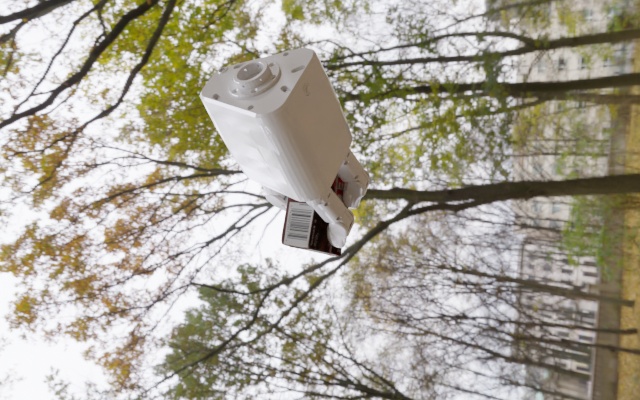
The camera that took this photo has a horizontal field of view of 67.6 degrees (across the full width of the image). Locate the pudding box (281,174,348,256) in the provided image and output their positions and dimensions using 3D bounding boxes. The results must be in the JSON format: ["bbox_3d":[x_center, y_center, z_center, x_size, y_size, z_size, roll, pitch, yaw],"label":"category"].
[{"bbox_3d":[0.000,0.002,0.535,0.039,0.113,0.090,8,-7,27],"label":"pudding box"}]
